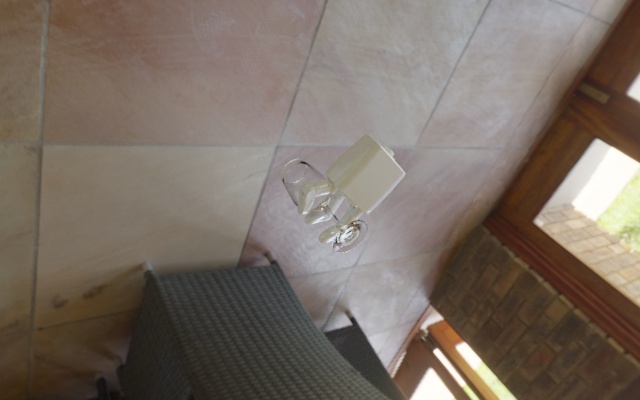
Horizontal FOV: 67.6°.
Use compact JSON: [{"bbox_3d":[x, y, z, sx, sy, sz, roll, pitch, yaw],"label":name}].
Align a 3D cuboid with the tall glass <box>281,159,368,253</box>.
[{"bbox_3d":[0.000,0.003,0.883,0.079,0.079,0.201,0,37,-41],"label":"tall glass"}]
